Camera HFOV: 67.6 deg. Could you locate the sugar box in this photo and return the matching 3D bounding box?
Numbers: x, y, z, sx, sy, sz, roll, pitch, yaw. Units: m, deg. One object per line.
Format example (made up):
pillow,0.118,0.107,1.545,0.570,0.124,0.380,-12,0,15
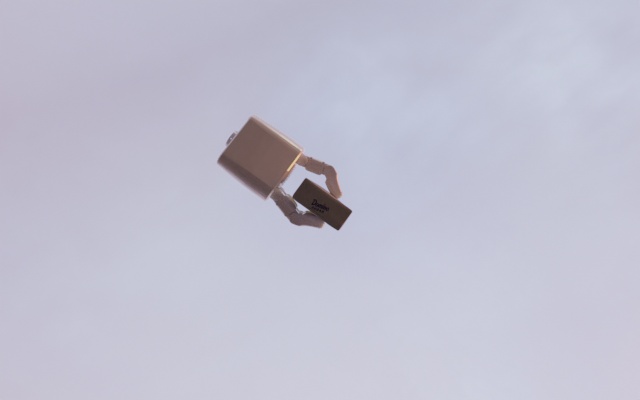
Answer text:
sugar box,0.000,0.003,0.823,0.093,0.048,0.176,36,3,-2
